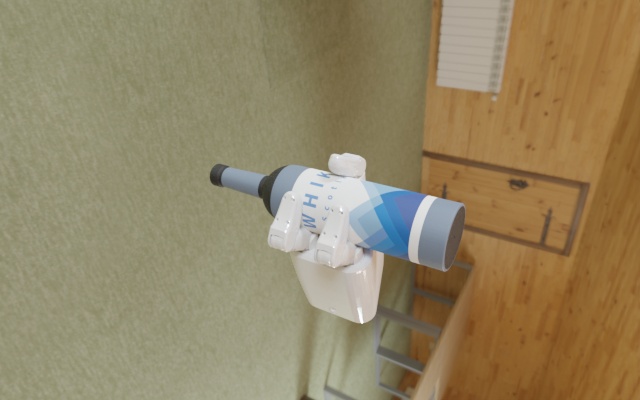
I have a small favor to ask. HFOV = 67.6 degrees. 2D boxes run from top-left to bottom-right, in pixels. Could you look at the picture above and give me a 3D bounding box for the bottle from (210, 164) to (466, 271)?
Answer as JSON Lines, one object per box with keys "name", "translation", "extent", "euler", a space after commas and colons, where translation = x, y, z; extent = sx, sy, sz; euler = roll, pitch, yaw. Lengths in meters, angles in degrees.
{"name": "bottle", "translation": [0.000, 0.002, 0.516], "extent": [0.295, 0.069, 0.069], "euler": [15, 7, 27]}
